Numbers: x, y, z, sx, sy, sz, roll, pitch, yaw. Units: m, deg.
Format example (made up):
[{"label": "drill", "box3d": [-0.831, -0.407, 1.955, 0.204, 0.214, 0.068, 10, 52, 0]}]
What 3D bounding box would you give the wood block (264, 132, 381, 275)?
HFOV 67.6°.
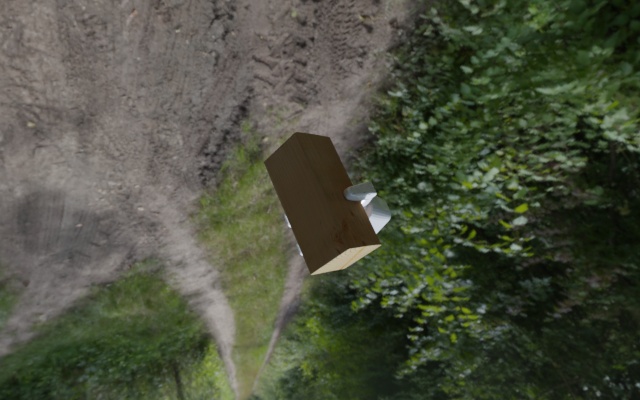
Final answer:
[{"label": "wood block", "box3d": [0.001, 0.002, 0.769, 0.091, 0.206, 0.090, -38, -23, 34]}]
